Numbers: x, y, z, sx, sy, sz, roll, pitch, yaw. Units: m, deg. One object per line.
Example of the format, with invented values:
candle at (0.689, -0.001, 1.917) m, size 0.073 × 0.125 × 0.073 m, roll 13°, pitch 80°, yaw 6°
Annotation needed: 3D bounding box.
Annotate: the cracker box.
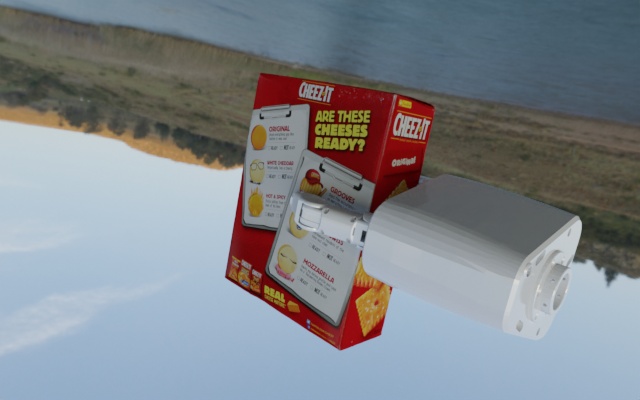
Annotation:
cracker box at (0.000, 0.002, 0.447) m, size 0.164 × 0.214 × 0.072 m, roll 21°, pitch 14°, yaw 40°
